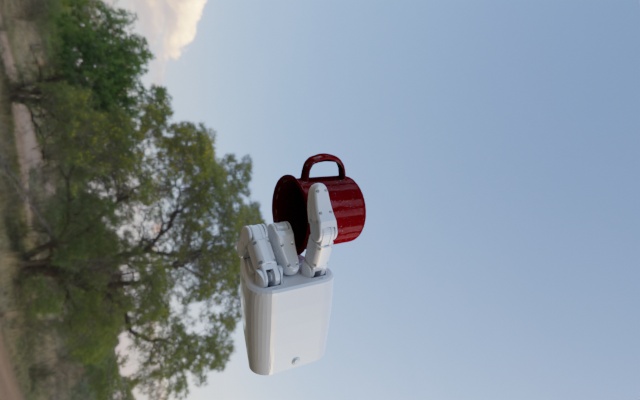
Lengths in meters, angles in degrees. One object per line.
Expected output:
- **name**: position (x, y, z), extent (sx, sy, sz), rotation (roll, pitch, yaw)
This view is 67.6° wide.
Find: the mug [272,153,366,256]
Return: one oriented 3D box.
- **mug**: position (0.000, 0.000, 0.556), extent (0.081, 0.117, 0.093), rotation (-6, 22, -30)
